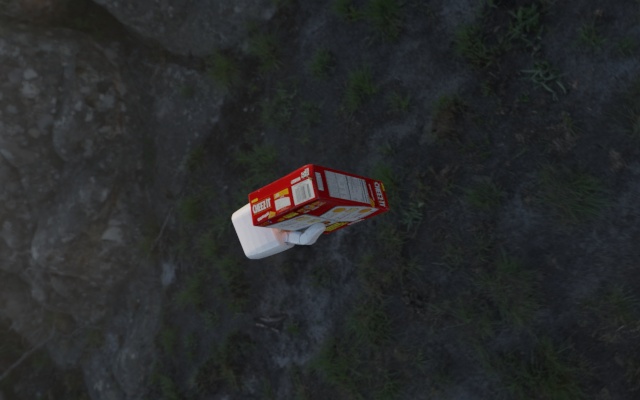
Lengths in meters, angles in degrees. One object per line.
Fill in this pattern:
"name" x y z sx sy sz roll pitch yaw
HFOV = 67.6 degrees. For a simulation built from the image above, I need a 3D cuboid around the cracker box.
"cracker box" 0.000 0.003 0.898 0.164 0.072 0.214 -23 -21 37
